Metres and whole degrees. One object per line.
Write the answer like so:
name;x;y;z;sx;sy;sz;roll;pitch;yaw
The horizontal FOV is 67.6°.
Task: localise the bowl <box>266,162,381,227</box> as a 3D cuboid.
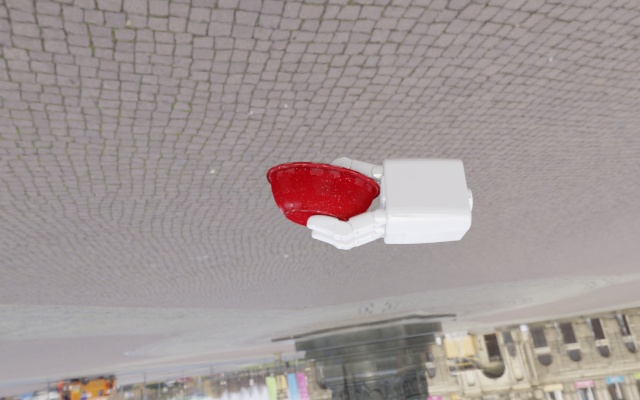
bowl;-0.001;0.003;0.660;0.162;0.055;0.162;8;-17;2
